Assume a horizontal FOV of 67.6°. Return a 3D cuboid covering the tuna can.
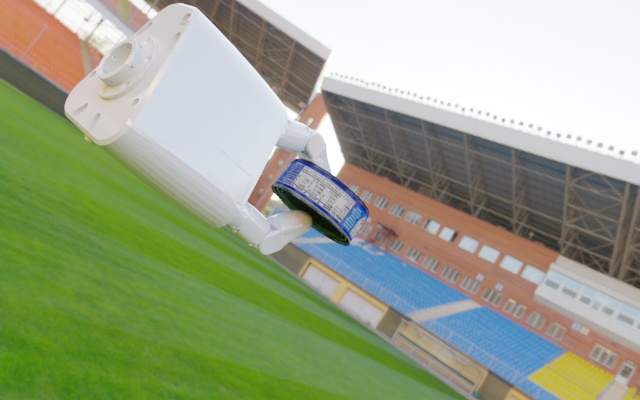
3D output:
[{"bbox_3d":[0.000,0.001,0.423,0.086,0.033,0.086,36,-11,8],"label":"tuna can"}]
